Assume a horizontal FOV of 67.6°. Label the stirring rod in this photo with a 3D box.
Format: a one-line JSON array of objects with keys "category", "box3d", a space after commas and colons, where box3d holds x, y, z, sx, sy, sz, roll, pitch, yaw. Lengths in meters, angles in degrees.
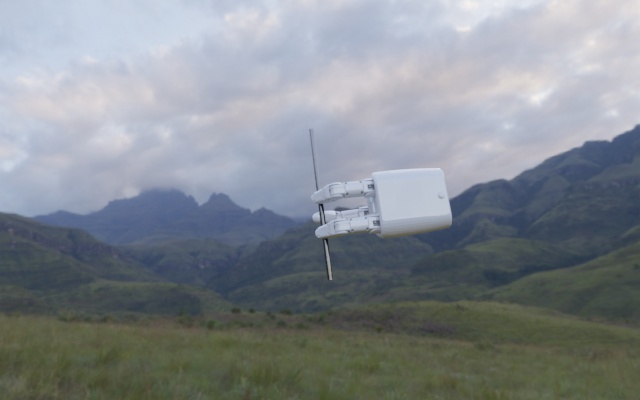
[{"category": "stirring rod", "box3d": [0.000, 0.003, 0.740, 0.011, 0.239, 0.011, -7, -13, -2]}]
